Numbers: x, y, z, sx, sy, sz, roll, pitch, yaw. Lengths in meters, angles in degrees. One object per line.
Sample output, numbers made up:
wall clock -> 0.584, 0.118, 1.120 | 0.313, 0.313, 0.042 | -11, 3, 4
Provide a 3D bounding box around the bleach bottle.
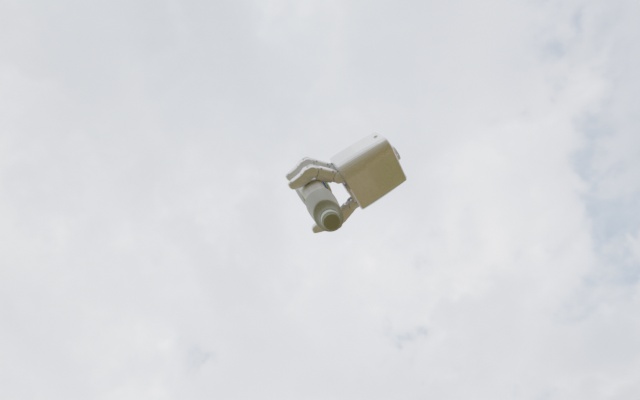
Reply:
bleach bottle -> 0.000, 0.003, 0.893 | 0.068, 0.103, 0.250 | -32, 21, 1
